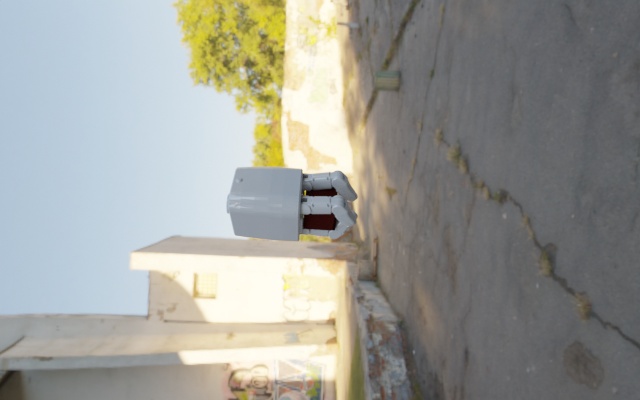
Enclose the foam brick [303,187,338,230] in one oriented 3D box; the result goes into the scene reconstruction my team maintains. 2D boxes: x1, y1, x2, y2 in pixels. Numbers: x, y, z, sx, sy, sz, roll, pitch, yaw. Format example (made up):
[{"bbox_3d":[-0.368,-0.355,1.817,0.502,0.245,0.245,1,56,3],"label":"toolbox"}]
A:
[{"bbox_3d":[0.000,0.002,0.765,0.051,0.053,0.078,3,40,-1],"label":"foam brick"}]
